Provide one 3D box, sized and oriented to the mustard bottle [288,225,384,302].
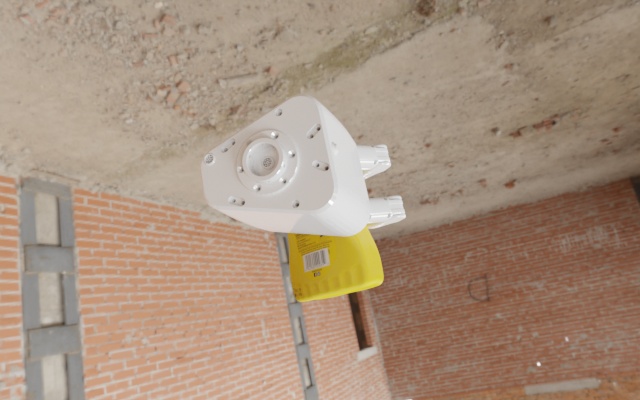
[{"bbox_3d":[0.000,0.002,0.493,0.096,0.191,0.058,-22,-17,38],"label":"mustard bottle"}]
